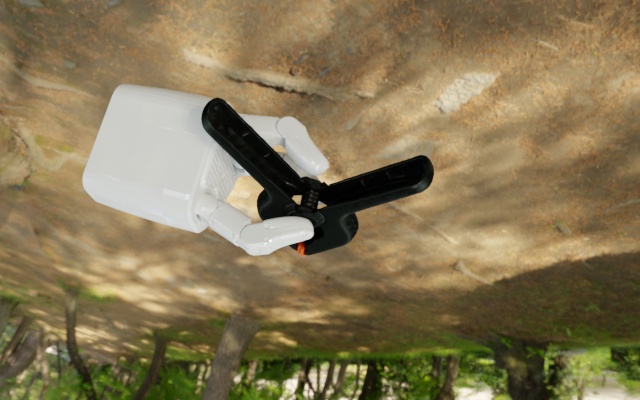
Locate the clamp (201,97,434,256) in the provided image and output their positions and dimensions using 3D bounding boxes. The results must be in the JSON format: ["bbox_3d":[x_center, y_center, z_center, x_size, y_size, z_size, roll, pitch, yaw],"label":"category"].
[{"bbox_3d":[0.000,0.002,0.403,0.164,0.036,0.210,14,-26,9],"label":"clamp"}]
